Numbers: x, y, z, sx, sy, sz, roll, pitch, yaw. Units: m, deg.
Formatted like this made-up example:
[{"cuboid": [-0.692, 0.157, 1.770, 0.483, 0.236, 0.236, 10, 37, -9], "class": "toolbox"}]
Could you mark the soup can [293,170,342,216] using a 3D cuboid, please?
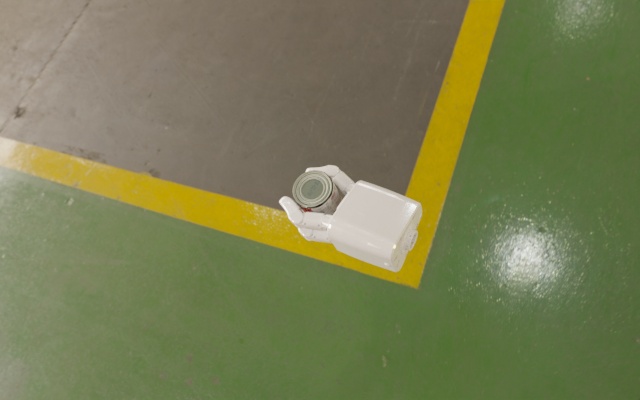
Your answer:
[{"cuboid": [0.000, 0.002, 0.787, 0.068, 0.068, 0.102, 0, -25, 17], "class": "soup can"}]
